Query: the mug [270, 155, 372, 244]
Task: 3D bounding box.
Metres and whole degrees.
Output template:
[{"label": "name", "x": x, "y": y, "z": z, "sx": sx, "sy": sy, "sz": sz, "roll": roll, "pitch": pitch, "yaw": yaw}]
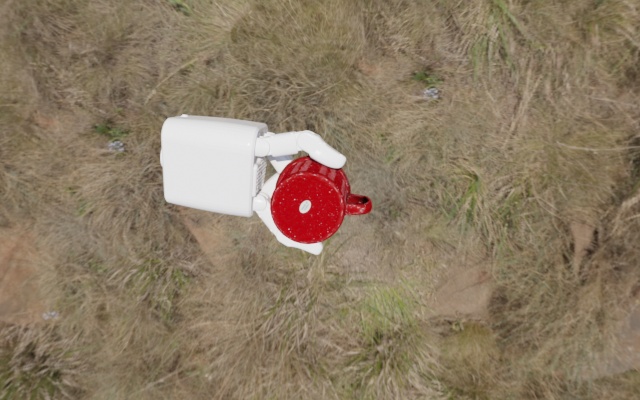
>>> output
[{"label": "mug", "x": 0.001, "y": 0.002, "z": 0.542, "sx": 0.117, "sy": 0.093, "sz": 0.081, "roll": 8, "pitch": 14, "yaw": 2}]
